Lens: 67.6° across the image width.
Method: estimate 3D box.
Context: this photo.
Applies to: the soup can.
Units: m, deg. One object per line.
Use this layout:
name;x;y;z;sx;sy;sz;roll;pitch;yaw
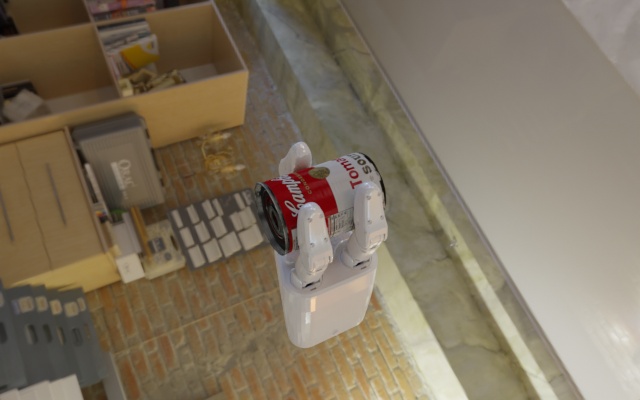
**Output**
soup can;0.000;0.001;0.435;0.102;0.068;0.068;-19;7;-20
